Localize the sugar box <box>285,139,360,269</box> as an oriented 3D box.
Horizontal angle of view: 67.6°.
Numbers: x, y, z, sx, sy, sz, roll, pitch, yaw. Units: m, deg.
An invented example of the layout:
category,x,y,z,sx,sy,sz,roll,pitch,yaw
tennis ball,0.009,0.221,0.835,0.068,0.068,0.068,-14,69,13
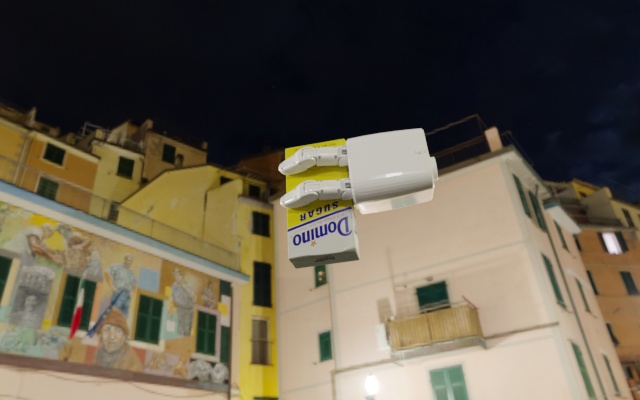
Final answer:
category,x,y,z,sx,sy,sz,roll,pitch,yaw
sugar box,0.000,0.002,0.674,0.093,0.176,0.048,-10,-31,9
